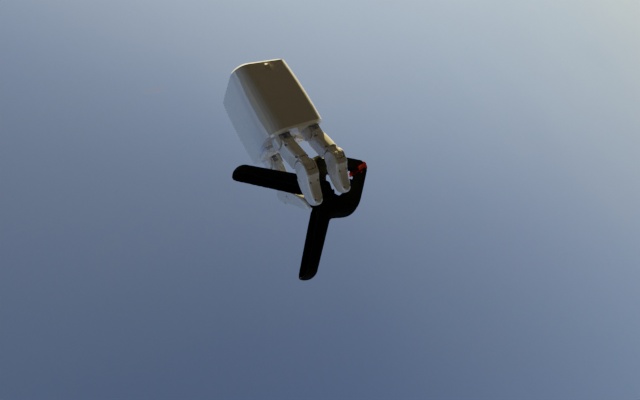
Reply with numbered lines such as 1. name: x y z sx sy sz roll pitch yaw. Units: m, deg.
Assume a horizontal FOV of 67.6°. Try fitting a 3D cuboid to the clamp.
1. clamp: 0.000 0.002 0.647 0.210 0.164 0.036 -24 -6 -42
